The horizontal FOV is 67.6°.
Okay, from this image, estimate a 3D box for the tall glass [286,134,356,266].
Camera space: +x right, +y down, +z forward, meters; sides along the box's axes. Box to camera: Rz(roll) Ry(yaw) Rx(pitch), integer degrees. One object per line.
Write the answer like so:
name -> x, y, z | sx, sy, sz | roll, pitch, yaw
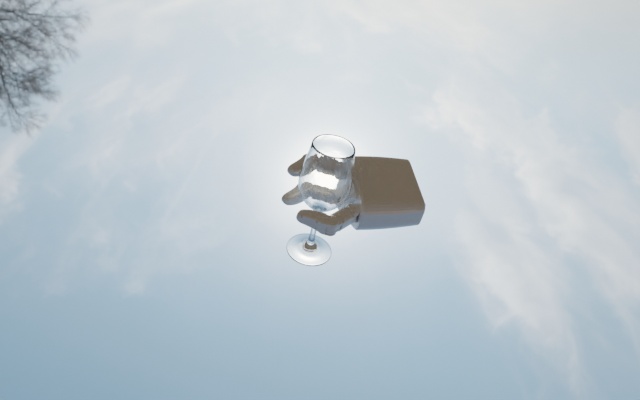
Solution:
tall glass -> 0.000, 0.003, 0.714 | 0.079, 0.201, 0.079 | 8, 37, -6
